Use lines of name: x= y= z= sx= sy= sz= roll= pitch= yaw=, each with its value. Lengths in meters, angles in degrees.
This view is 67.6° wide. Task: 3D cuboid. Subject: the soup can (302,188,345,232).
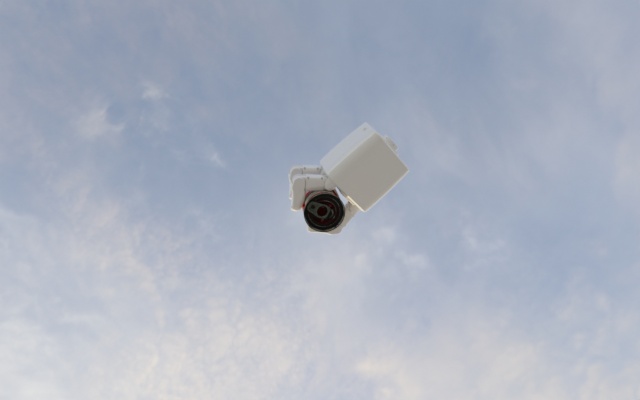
soup can: x=0.000 y=0.003 z=0.811 sx=0.068 sy=0.068 sz=0.102 roll=0 pitch=20 yaw=-8
